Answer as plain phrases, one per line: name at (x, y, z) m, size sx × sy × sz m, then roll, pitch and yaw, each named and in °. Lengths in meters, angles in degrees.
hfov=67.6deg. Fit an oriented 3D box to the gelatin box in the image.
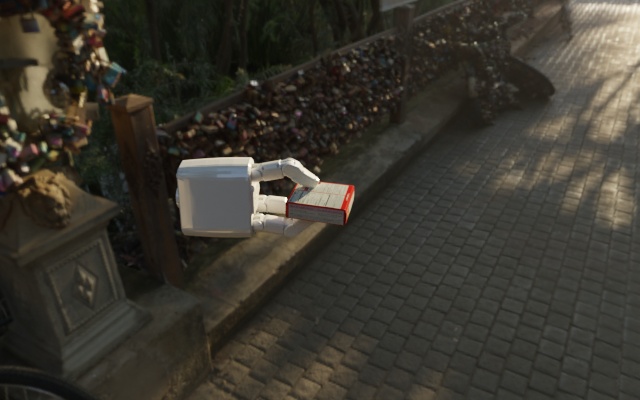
gelatin box at (0.000, 0.002, 0.700) m, size 0.089 × 0.030 × 0.073 m, roll 7°, pitch 30°, yaw 11°
